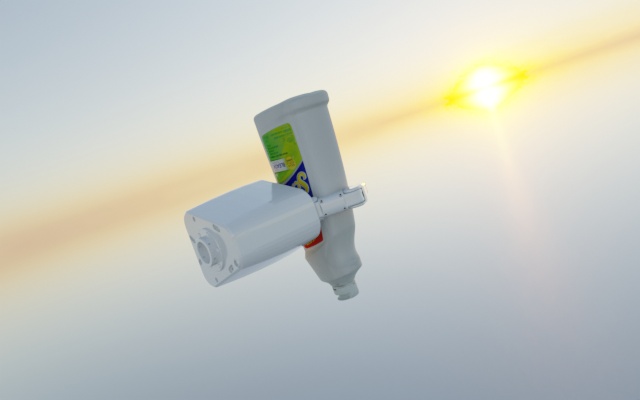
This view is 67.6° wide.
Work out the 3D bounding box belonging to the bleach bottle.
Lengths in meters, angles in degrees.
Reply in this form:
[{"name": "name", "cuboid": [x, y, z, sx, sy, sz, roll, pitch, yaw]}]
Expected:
[{"name": "bleach bottle", "cuboid": [0.000, 0.002, 0.583, 0.068, 0.251, 0.102, -24, 8, -37]}]
